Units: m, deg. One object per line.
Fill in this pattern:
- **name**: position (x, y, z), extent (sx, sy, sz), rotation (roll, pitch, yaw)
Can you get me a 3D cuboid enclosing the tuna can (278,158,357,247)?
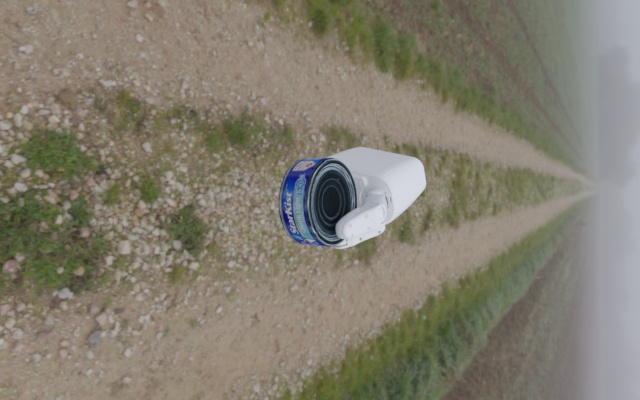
- **tuna can**: position (0.001, 0.002, 0.459), extent (0.034, 0.086, 0.086), rotation (1, 1, 36)
